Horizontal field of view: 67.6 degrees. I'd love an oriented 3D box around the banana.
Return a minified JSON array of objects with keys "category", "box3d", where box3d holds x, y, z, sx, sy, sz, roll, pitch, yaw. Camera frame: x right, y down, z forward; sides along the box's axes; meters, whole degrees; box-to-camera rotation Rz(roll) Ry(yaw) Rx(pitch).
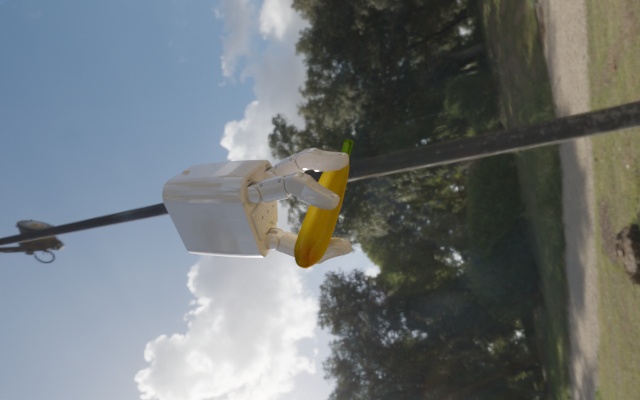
[{"category":"banana","box3d":[0.001,0.012,0.559,0.037,0.197,0.070,10,-42,10]}]
